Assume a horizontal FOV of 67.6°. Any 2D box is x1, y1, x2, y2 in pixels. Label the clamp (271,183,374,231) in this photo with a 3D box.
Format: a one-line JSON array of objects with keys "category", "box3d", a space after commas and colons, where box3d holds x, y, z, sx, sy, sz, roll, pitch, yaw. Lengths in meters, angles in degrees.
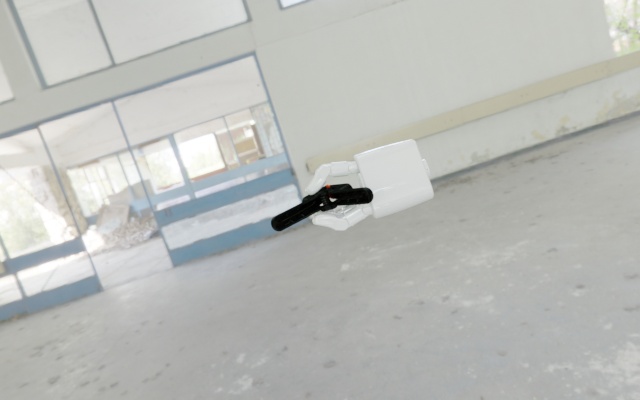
[{"category": "clamp", "box3d": [0.000, 0.002, 0.817, 0.164, 0.036, 0.210, -18, 8, 1]}]
